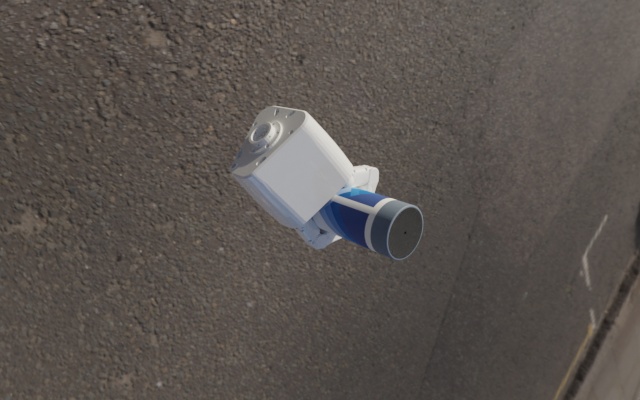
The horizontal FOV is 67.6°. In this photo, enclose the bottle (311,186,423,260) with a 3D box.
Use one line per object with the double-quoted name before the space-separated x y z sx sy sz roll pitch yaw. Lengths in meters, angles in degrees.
"bottle" 0.000 0.002 0.650 0.069 0.069 0.295 0 14 -43
